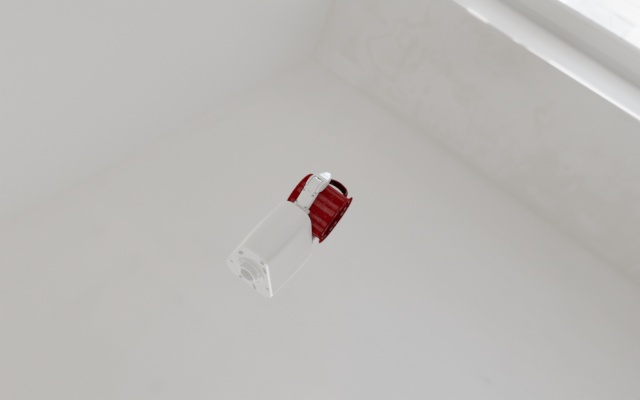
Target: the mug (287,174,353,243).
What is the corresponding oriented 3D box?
[{"bbox_3d":[0.001,0.002,0.792,0.081,0.117,0.093,36,-37,9],"label":"mug"}]
